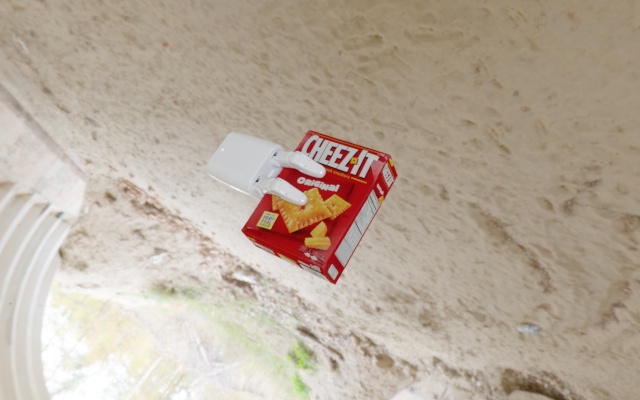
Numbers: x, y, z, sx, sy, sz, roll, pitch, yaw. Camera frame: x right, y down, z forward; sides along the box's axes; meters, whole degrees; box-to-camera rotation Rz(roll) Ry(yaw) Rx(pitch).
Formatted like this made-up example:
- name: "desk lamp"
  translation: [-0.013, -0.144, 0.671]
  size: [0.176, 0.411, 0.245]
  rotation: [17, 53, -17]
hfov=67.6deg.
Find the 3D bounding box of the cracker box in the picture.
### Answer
- name: "cracker box"
  translation: [0.000, 0.003, 0.767]
  size: [0.164, 0.213, 0.072]
  rotation: [22, -20, 29]
